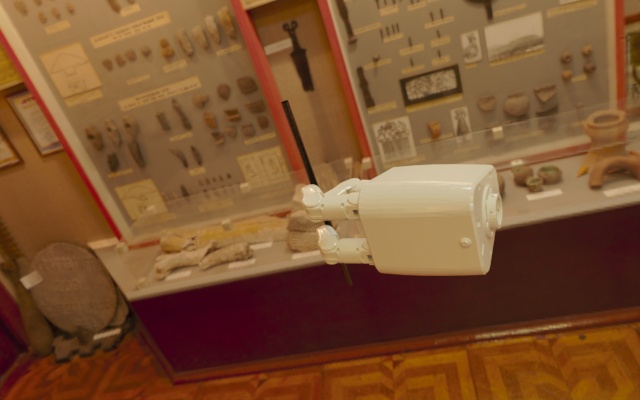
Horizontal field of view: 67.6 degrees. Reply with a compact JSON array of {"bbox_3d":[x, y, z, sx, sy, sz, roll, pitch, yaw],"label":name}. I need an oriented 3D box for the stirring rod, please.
[{"bbox_3d":[0.000,0.002,0.535,0.011,0.240,0.011,-16,27,8],"label":"stirring rod"}]
